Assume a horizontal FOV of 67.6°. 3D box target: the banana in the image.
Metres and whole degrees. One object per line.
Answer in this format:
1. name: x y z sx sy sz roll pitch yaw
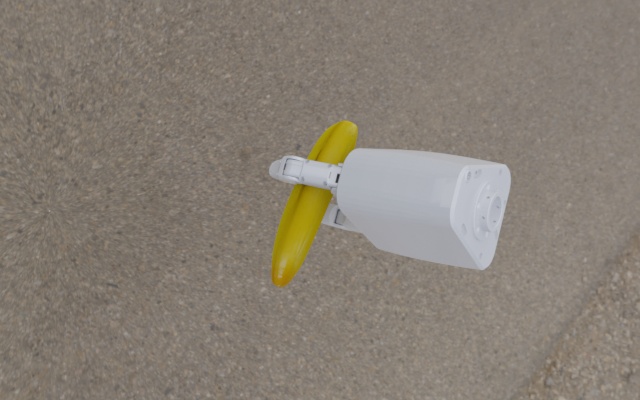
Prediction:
1. banana: -0.001 -0.010 0.471 0.037 0.197 0.070 18 -25 18
